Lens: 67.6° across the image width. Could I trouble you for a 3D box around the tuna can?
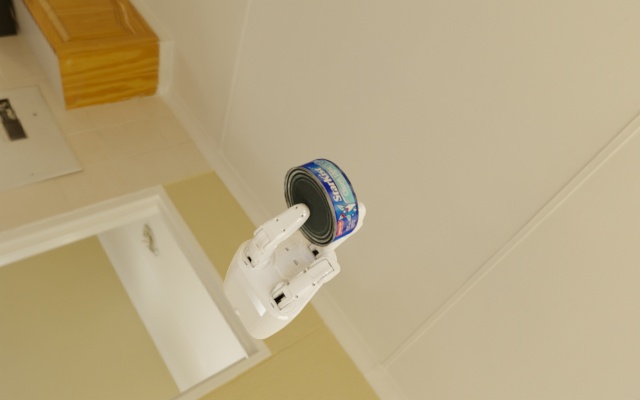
[{"bbox_3d":[0.001,0.001,0.484,0.033,0.086,0.086,-24,12,-30],"label":"tuna can"}]
